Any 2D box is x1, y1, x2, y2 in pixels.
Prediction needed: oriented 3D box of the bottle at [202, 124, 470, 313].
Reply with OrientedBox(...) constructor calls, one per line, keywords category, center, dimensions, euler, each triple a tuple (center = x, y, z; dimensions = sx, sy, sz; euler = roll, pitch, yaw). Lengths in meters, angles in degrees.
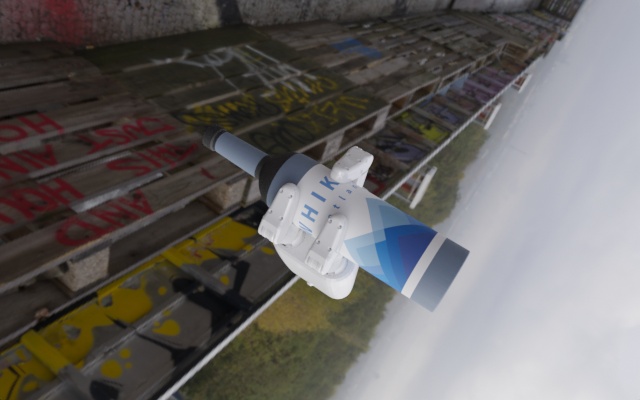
OrientedBox(category="bottle", center=(0.000, 0.002, 0.480), dimensions=(0.295, 0.069, 0.069), euler=(31, 10, 17))
